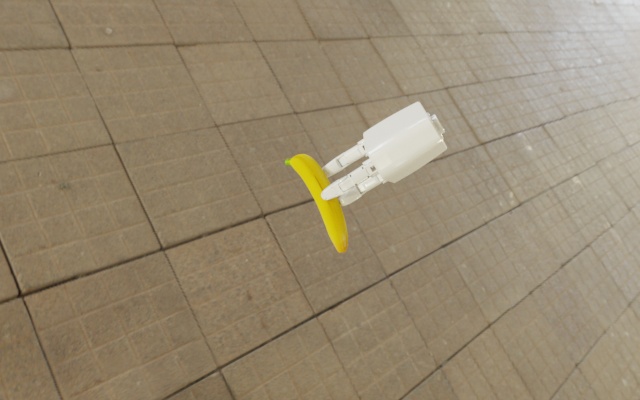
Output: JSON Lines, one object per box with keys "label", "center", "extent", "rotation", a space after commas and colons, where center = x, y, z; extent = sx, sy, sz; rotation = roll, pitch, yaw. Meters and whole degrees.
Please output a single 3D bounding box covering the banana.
{"label": "banana", "center": [0.001, -0.008, 0.804], "extent": [0.037, 0.197, 0.070], "rotation": [-24, -18, -17]}
